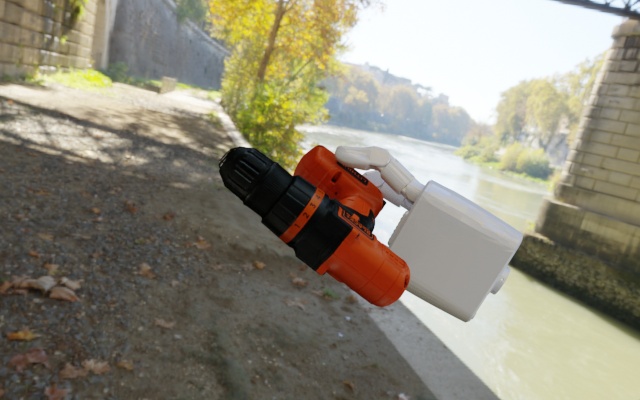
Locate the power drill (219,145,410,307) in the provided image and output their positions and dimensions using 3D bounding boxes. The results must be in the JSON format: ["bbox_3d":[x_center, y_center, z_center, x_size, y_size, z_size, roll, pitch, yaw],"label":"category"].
[{"bbox_3d":[0.000,0.001,0.456,0.184,0.057,0.187,40,18,-8],"label":"power drill"}]
